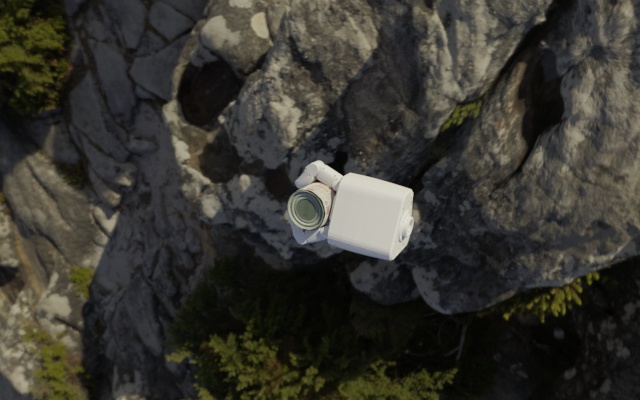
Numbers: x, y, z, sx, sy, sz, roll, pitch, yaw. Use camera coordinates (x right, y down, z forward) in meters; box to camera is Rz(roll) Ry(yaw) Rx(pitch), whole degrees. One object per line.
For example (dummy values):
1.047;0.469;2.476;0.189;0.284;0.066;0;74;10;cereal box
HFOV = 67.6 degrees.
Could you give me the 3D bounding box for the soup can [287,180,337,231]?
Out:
0.000;0.002;0.774;0.068;0.068;0.102;0;15;29;soup can
